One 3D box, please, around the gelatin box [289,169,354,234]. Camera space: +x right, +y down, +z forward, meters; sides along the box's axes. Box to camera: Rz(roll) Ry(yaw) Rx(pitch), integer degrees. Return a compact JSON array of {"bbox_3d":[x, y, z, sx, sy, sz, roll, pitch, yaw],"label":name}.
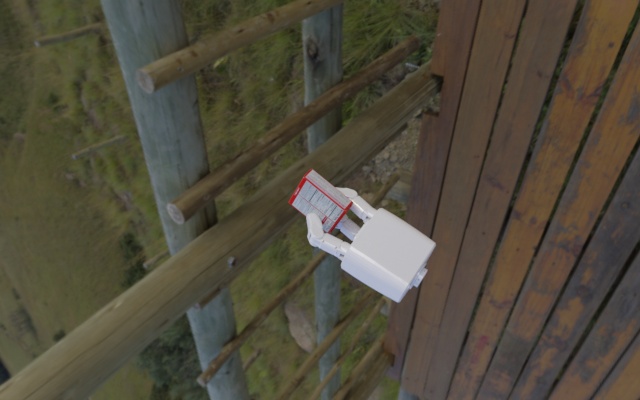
[{"bbox_3d":[0.000,0.003,0.778,0.030,0.089,0.073,-48,-5,-42],"label":"gelatin box"}]
